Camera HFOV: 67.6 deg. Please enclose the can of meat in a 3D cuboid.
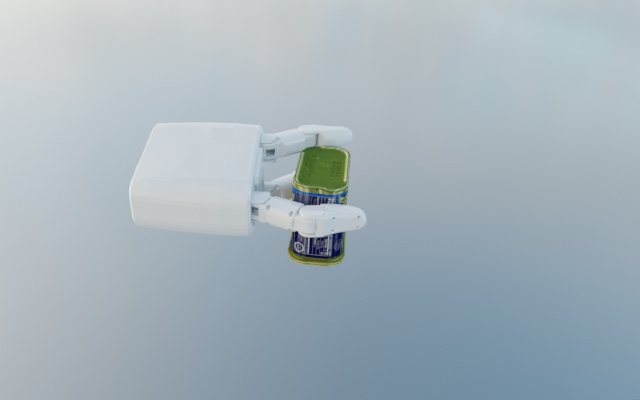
[{"bbox_3d":[0.000,0.001,0.480,0.057,0.084,0.102,5,30,2],"label":"can of meat"}]
